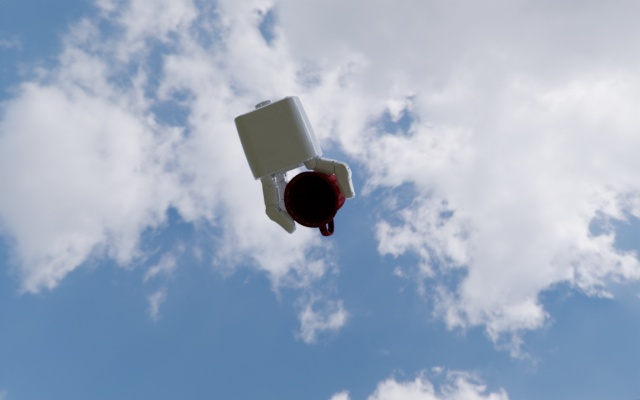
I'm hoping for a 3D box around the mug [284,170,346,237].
[{"bbox_3d":[0.001,0.004,0.799,0.093,0.117,0.081,-18,6,20],"label":"mug"}]
